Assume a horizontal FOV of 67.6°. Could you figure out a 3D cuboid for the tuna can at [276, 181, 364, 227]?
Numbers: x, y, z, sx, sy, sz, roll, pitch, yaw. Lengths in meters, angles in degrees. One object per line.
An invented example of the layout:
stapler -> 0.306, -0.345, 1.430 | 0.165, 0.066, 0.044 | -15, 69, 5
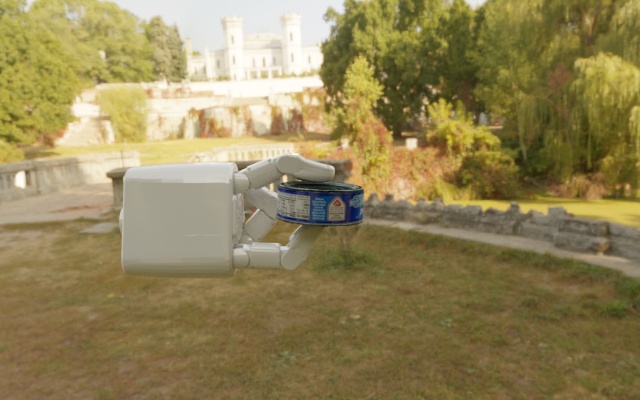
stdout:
tuna can -> 0.000, 0.001, 0.467 | 0.086, 0.034, 0.086 | 3, 8, 0
